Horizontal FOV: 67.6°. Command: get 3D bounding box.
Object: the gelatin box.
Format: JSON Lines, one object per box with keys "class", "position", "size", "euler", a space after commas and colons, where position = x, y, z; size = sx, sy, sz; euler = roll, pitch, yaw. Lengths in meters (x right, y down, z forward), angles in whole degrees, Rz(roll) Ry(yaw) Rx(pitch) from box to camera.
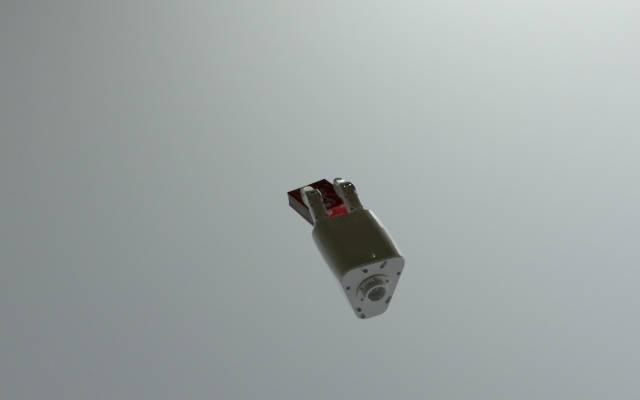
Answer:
{"class": "gelatin box", "position": [0.000, 0.003, 0.760], "size": [0.073, 0.030, 0.089], "euler": [-21, 34, -25]}
